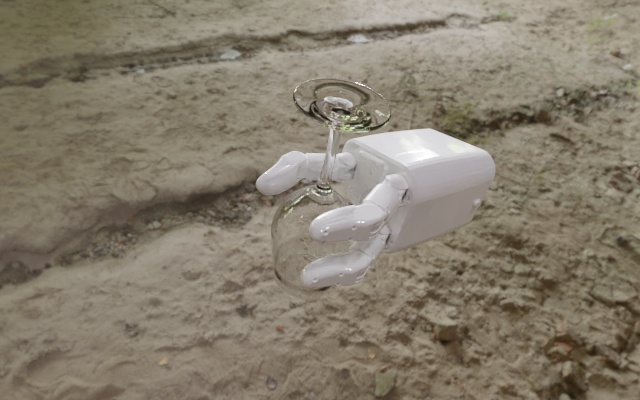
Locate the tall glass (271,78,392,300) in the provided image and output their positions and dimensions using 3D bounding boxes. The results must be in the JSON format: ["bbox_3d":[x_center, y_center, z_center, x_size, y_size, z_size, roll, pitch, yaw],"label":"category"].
[{"bbox_3d":[0.000,0.001,0.416,0.079,0.201,0.079,8,41,-7],"label":"tall glass"}]
